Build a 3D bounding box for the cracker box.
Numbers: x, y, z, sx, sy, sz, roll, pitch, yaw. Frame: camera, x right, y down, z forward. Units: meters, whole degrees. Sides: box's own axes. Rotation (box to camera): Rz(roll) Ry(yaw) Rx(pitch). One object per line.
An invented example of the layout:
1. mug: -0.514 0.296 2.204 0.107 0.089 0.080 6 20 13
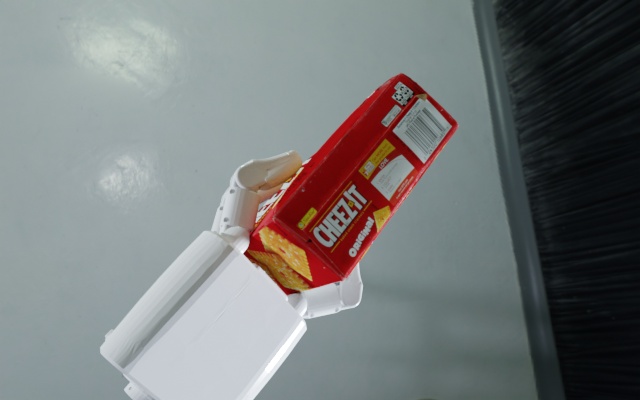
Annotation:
1. cracker box: 0.000 0.001 0.425 0.072 0.164 0.214 43 -26 -6
